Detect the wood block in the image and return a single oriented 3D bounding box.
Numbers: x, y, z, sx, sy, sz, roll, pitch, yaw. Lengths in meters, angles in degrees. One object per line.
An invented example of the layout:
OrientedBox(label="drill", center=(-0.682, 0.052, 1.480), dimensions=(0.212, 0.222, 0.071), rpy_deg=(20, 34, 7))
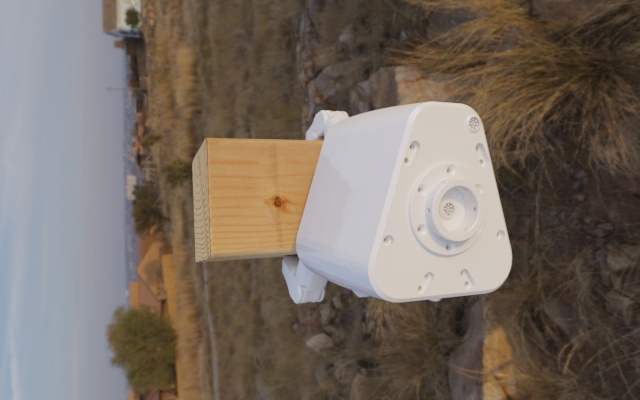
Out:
OrientedBox(label="wood block", center=(0.000, 0.001, 0.417), dimensions=(0.206, 0.091, 0.090), rpy_deg=(-1, -8, -22))
